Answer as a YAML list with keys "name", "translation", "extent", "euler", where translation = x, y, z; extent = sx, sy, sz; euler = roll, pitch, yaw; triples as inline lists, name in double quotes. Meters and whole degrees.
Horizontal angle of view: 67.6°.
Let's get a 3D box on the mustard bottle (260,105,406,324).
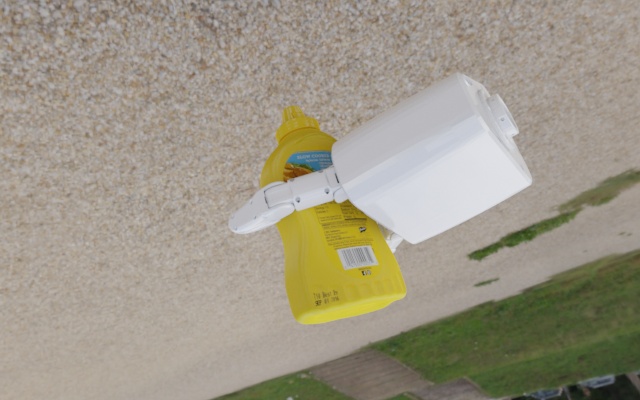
- name: "mustard bottle"
  translation: [0.000, 0.002, 0.405]
  extent: [0.096, 0.191, 0.058]
  euler: [-3, -26, -32]
